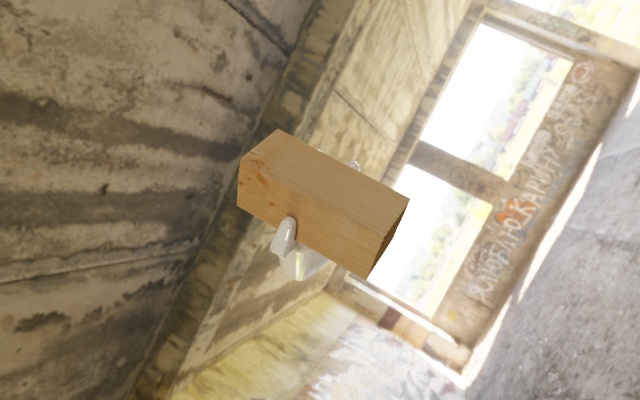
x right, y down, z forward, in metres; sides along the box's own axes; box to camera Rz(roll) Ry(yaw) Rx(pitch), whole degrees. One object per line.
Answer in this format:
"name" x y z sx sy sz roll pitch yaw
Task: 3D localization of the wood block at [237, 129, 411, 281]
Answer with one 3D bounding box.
"wood block" 0.000 0.002 0.633 0.206 0.090 0.090 29 46 14
